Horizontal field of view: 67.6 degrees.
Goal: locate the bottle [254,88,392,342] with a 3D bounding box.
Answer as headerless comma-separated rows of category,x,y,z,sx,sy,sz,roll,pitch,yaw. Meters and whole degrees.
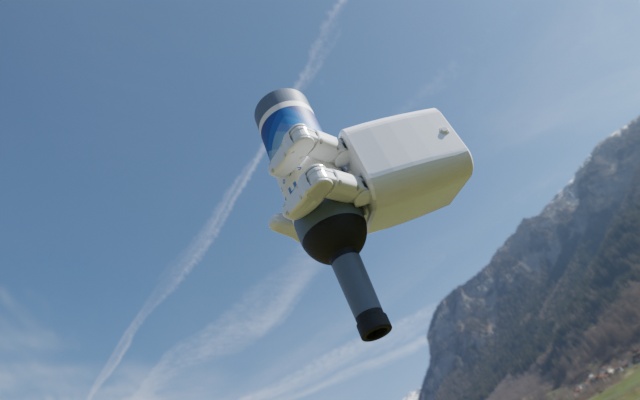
bottle,0.000,0.001,0.479,0.069,0.295,0.069,-14,-38,-12
